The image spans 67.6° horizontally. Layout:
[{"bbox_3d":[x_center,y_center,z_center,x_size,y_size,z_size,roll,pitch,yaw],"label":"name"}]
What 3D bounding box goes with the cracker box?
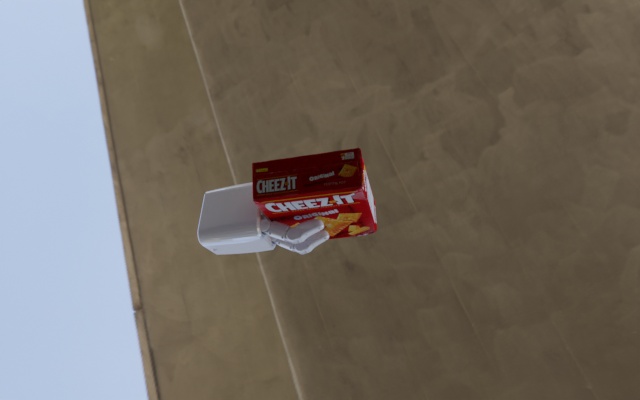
[{"bbox_3d":[0.000,0.002,0.775,0.164,0.072,0.214,-8,-22,9],"label":"cracker box"}]
